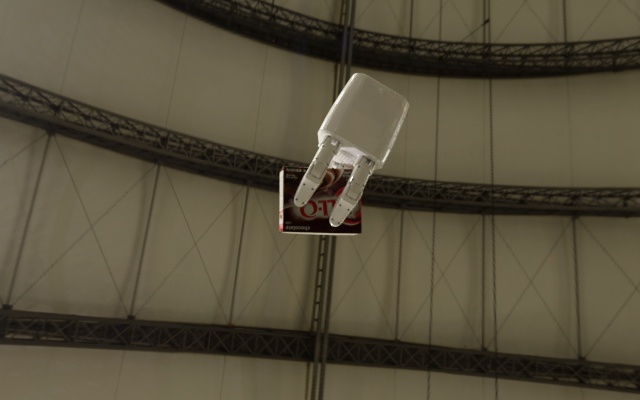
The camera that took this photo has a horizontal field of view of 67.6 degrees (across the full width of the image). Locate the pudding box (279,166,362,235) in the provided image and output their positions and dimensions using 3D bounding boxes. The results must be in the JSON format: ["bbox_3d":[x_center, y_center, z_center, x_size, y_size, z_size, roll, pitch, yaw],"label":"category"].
[{"bbox_3d":[0.000,0.002,0.659,0.113,0.090,0.039,1,-9,-11],"label":"pudding box"}]
